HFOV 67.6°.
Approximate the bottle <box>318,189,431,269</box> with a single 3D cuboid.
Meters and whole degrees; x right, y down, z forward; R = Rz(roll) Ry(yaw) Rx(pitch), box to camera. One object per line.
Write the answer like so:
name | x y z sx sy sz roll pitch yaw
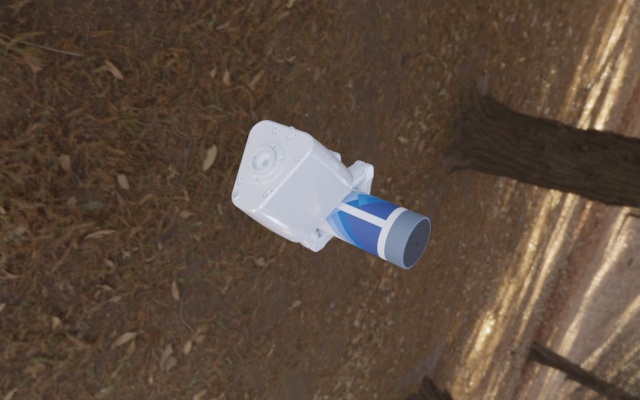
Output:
bottle | 0.000 0.002 0.642 0.295 0.069 0.069 23 13 33
